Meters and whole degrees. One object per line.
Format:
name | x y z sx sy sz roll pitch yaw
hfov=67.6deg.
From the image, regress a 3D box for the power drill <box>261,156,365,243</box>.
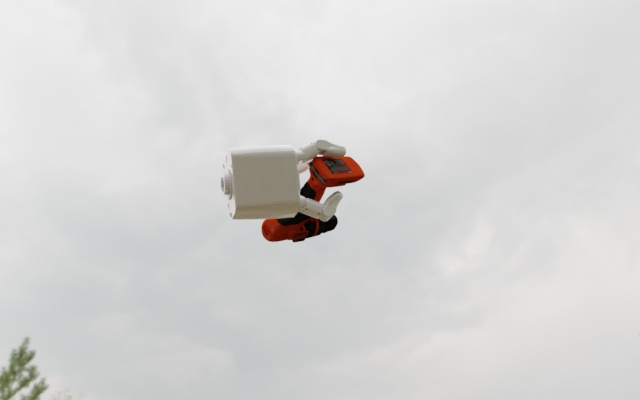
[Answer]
power drill | 0.000 0.003 0.879 0.184 0.057 0.188 -8 -38 -47
